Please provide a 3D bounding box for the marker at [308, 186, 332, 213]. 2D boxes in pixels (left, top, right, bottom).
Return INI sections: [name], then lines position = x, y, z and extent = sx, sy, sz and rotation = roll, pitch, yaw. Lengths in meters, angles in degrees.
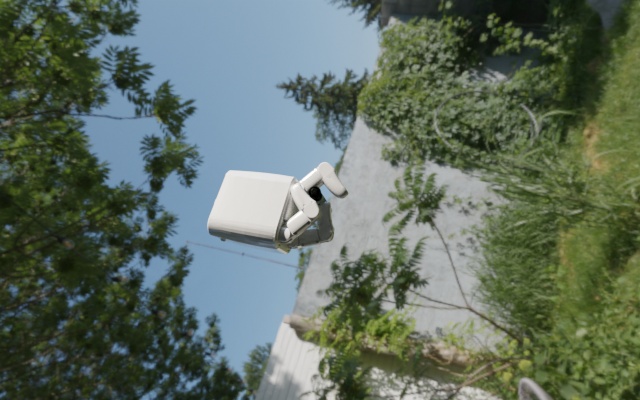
[marker]
position = 0.000, 0.002, 0.735
extent = 0.020, 0.020, 0.121
rotation = 0, -15, 10
